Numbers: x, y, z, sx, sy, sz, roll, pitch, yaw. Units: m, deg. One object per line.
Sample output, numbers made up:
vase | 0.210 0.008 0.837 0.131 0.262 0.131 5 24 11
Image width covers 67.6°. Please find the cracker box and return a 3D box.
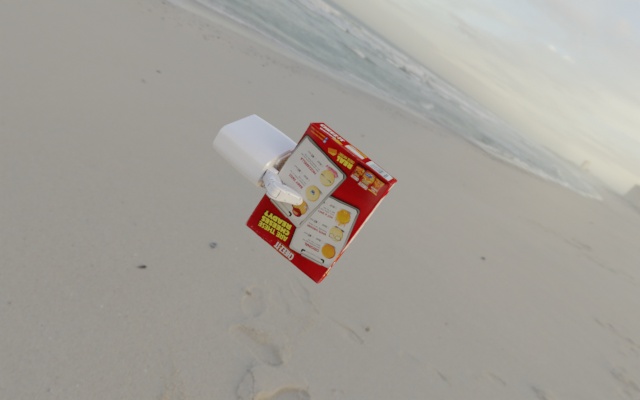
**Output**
cracker box | 0.000 0.003 0.799 0.164 0.214 0.072 38 20 10
